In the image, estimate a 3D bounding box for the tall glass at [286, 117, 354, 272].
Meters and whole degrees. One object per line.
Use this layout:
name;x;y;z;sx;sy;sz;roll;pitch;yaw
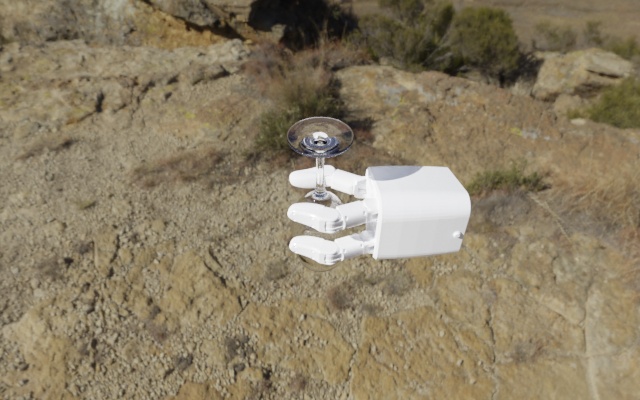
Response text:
tall glass;0.000;0.001;0.589;0.079;0.201;0.079;0;43;0
